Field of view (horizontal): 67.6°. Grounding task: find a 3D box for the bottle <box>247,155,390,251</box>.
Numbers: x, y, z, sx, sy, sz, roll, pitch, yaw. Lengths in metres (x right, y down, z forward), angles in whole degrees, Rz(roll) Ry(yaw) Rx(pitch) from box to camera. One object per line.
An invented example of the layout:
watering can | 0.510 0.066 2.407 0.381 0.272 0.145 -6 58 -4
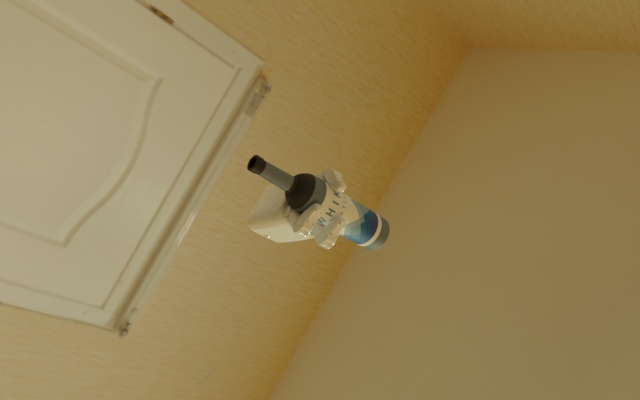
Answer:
bottle | 0.000 0.003 0.813 0.296 0.069 0.069 30 -19 -35
